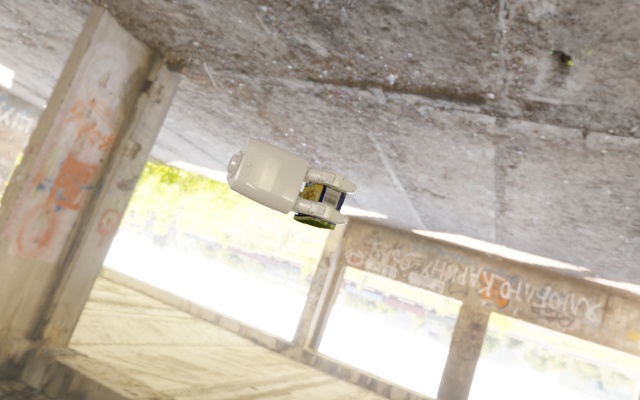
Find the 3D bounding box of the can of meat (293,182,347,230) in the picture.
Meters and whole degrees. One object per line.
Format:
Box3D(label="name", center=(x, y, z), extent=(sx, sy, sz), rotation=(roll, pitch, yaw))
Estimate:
Box3D(label="can of meat", center=(0.000, 0.003, 0.831), extent=(0.057, 0.084, 0.102), rotation=(24, -11, -24))
